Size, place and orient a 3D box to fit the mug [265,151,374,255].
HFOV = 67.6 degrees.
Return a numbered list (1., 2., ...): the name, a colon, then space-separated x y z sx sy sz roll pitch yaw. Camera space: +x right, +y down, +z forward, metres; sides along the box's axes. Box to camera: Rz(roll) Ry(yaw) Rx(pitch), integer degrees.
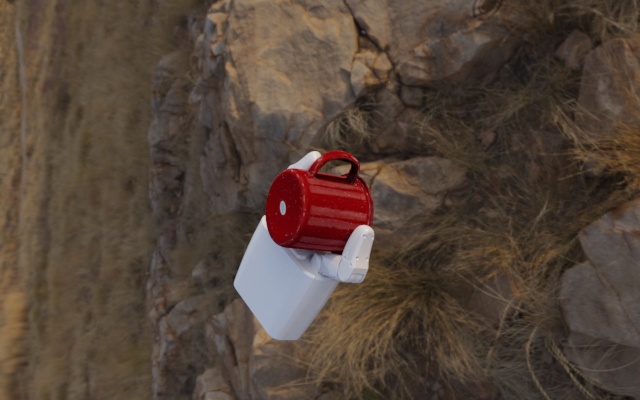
1. mug: 0.001 0.000 0.496 0.081 0.117 0.093 8 30 -35
